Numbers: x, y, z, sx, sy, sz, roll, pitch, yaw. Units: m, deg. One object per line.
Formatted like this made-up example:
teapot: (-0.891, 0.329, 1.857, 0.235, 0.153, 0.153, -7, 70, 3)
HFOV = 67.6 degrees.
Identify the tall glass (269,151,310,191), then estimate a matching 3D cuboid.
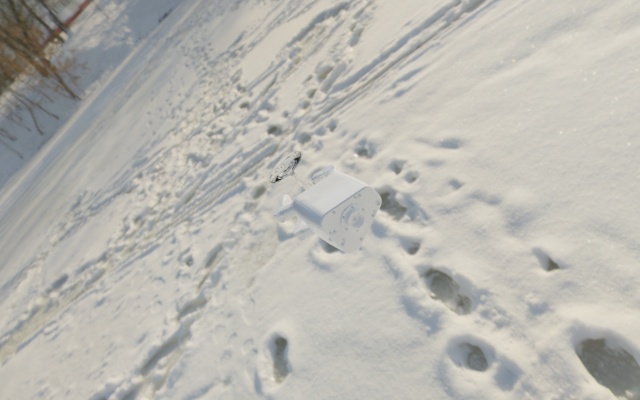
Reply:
tall glass: (0.000, 0.002, 0.877, 0.201, 0.079, 0.079, 45, -26, -29)
